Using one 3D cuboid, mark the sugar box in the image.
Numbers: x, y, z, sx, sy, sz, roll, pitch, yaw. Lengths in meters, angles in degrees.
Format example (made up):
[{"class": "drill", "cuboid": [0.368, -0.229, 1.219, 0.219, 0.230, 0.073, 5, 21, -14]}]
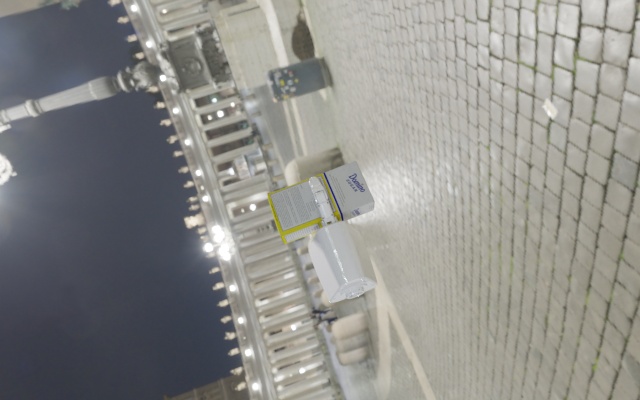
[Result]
[{"class": "sugar box", "cuboid": [0.000, 0.003, 0.862, 0.176, 0.093, 0.048, -19, -27, -5]}]
